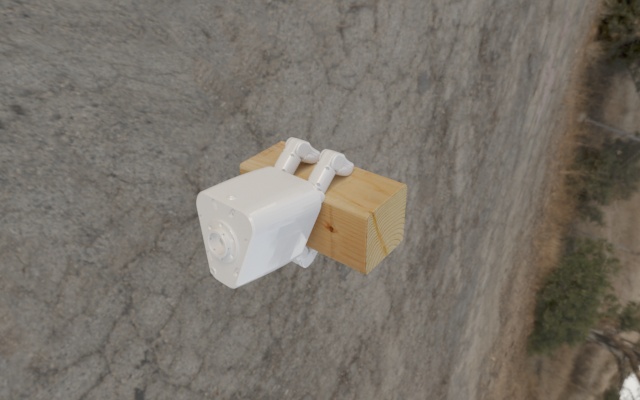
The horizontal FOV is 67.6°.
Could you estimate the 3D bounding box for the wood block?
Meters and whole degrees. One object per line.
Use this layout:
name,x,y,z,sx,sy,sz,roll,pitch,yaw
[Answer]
wood block,0.000,0.003,0.633,0.206,0.091,0.090,23,41,32
